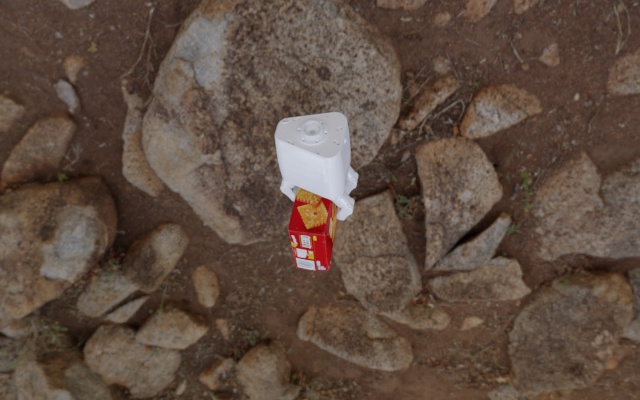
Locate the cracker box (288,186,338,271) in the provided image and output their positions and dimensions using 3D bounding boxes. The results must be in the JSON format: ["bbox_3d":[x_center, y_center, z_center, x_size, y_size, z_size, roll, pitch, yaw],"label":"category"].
[{"bbox_3d":[0.000,0.003,0.886,0.072,0.213,0.164,8,-30,8],"label":"cracker box"}]
